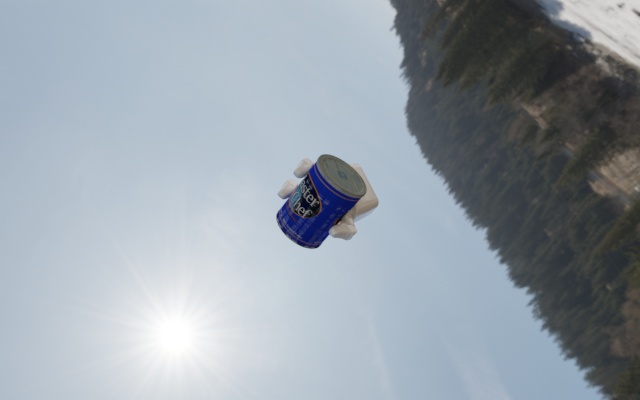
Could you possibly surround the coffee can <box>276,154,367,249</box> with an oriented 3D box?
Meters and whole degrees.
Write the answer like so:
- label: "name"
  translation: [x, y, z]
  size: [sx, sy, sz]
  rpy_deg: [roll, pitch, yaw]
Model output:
- label: "coffee can"
  translation: [0.000, 0.003, 0.850]
  size: [0.103, 0.102, 0.140]
  rpy_deg: [0, -43, -50]
